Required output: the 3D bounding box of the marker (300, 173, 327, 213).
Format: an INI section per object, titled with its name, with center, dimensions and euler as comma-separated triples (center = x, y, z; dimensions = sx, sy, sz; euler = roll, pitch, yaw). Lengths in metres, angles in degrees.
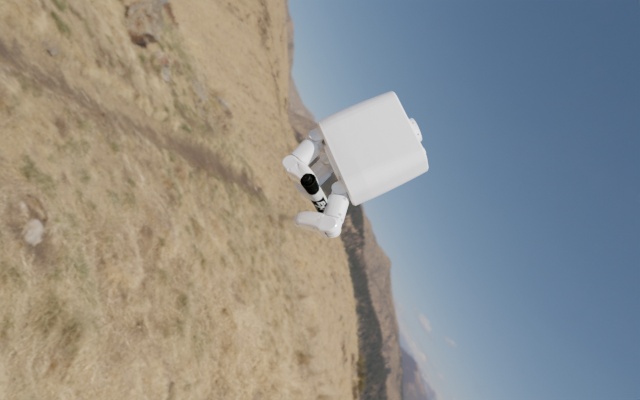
[marker]
center = 0.000, 0.002, 0.587
dimensions = 0.020, 0.020, 0.121
euler = 0, -28, 17
